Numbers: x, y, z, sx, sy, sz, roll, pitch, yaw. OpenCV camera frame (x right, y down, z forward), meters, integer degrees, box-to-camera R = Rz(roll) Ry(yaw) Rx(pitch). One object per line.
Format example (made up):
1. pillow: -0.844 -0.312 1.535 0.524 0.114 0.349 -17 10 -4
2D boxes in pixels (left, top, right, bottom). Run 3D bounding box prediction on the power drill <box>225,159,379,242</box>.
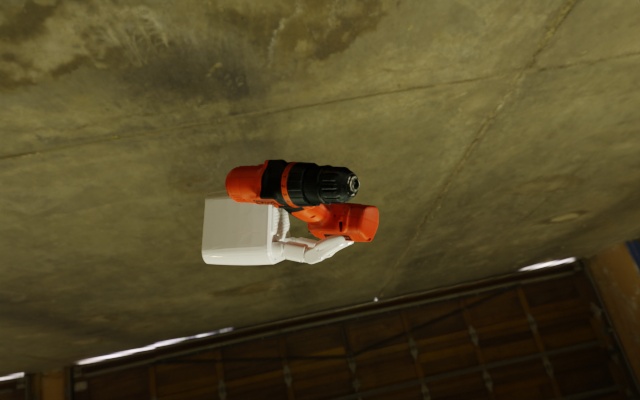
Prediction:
1. power drill: 0.000 0.002 0.608 0.184 0.057 0.188 4 -18 36
